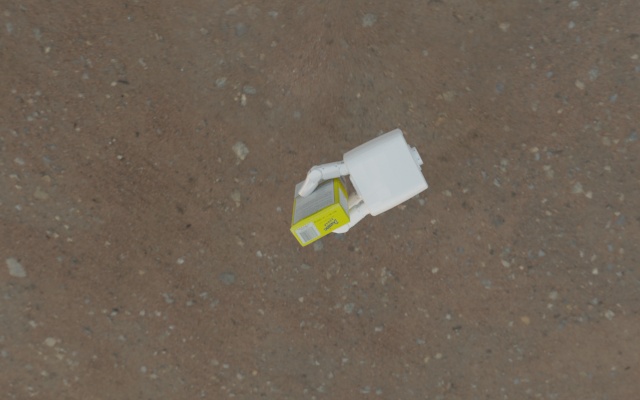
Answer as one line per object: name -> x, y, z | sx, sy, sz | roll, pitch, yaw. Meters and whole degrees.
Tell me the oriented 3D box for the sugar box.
sugar box -> 0.001, 0.003, 0.836 | 0.093, 0.048, 0.176 | -27, 20, 13
